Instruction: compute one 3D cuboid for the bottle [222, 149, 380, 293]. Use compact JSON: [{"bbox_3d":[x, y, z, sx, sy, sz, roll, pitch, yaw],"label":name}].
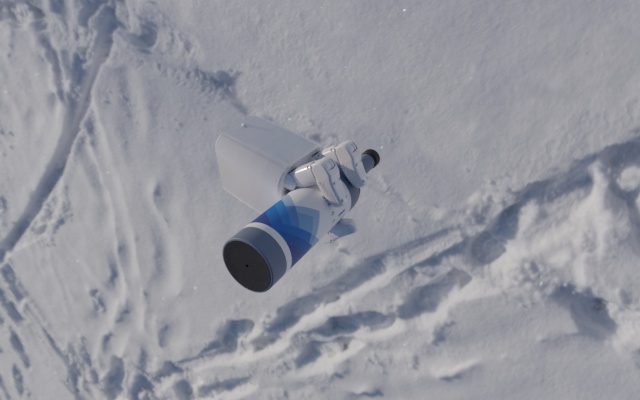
[{"bbox_3d":[0.000,0.002,0.597,0.069,0.069,0.295,0,27,35],"label":"bottle"}]
